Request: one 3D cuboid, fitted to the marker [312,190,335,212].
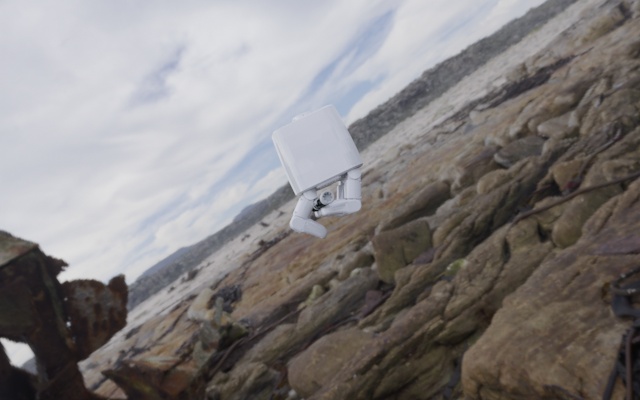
[{"bbox_3d":[0.000,0.002,0.713,0.020,0.020,0.121,0,-7,-10],"label":"marker"}]
